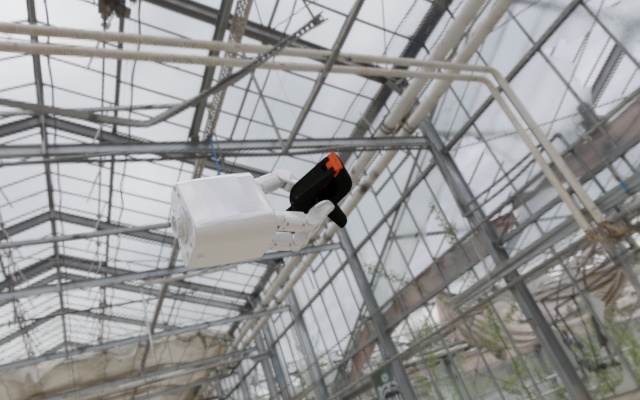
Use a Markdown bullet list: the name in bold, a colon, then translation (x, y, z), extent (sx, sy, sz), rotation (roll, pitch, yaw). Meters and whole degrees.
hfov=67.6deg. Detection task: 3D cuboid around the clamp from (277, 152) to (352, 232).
- **clamp**: translation (0.000, 0.001, 0.708), extent (0.164, 0.036, 0.210), rotation (-11, -29, -32)
